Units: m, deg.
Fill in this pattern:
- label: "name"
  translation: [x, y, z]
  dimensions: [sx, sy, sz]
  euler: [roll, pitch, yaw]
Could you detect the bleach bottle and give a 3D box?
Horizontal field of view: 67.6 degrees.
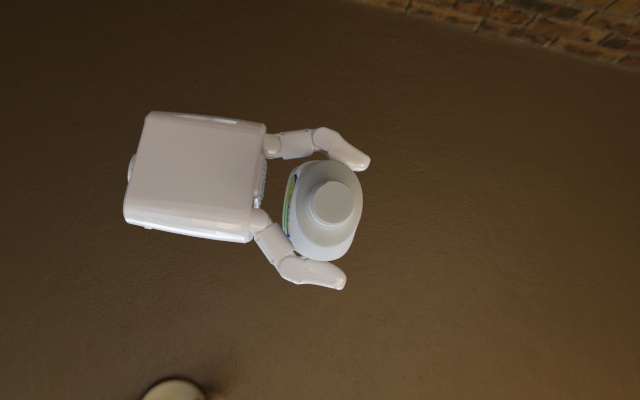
- label: "bleach bottle"
  translation: [0.000, 0.002, 0.441]
  dimensions: [0.068, 0.102, 0.251]
  euler: [8, -4, -4]
